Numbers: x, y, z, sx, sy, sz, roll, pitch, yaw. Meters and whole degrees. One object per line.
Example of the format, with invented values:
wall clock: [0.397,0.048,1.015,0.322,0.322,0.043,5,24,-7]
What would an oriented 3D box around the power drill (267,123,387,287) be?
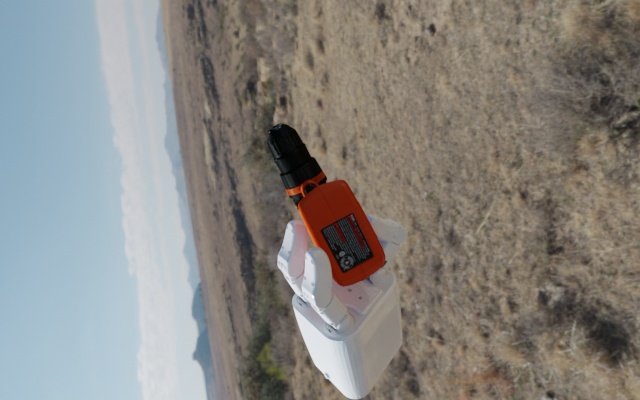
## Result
power drill: [0.000,0.002,0.530,0.057,0.184,0.187,-30,15,-2]
